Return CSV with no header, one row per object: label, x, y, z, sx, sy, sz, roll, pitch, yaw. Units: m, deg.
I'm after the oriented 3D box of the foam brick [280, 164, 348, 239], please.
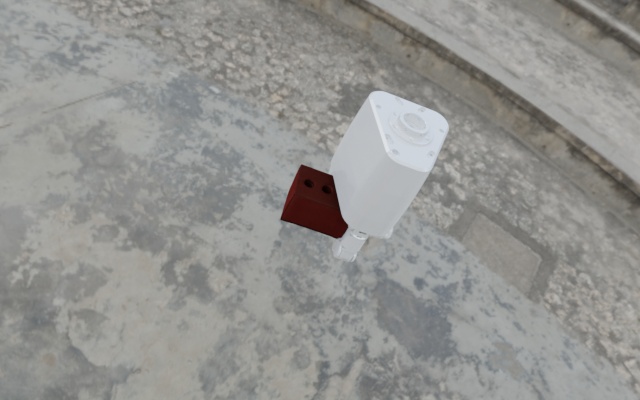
foam brick,0.000,0.002,0.566,0.078,0.053,0.051,19,-42,-9
